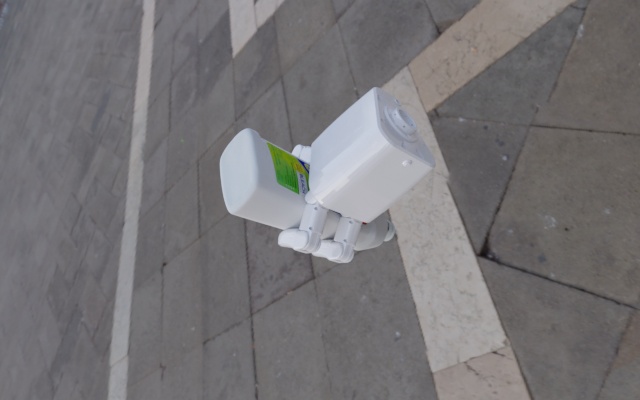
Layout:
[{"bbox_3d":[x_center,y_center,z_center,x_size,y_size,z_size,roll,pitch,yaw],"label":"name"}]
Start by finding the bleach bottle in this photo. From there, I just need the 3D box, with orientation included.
[{"bbox_3d":[0.000,0.002,0.598,0.251,0.102,0.068,21,-50,-38],"label":"bleach bottle"}]
